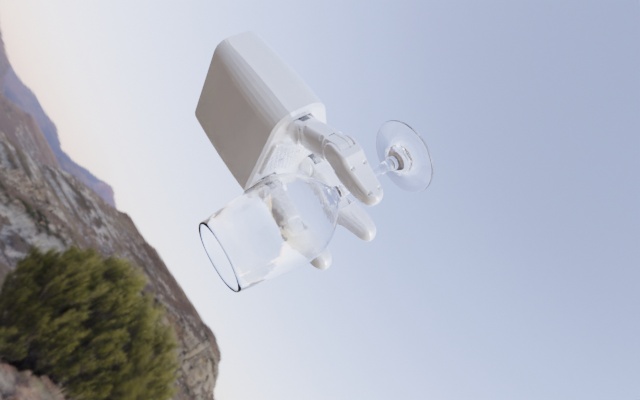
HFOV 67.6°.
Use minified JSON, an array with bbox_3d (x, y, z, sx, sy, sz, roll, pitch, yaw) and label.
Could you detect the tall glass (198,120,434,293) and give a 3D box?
[{"bbox_3d":[0.001,0.001,0.409,0.201,0.079,0.079,-29,14,-26],"label":"tall glass"}]
